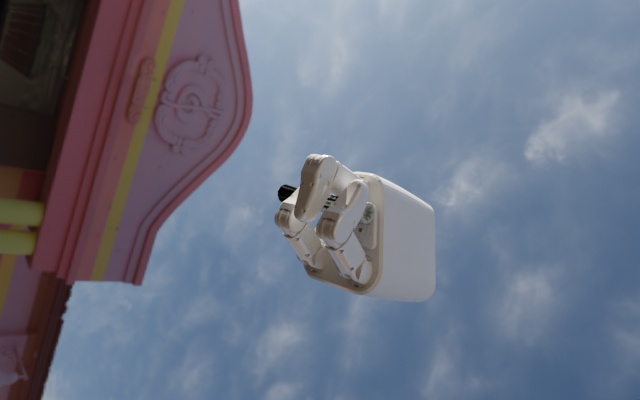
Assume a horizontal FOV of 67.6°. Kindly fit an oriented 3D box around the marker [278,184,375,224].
[{"bbox_3d":[0.000,0.001,0.457,0.020,0.020,0.121,0,9,-44],"label":"marker"}]
